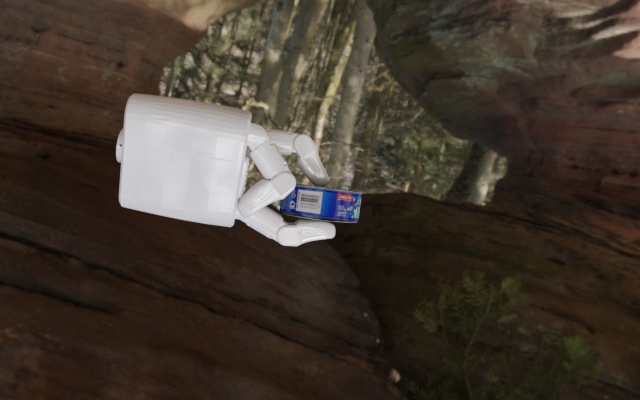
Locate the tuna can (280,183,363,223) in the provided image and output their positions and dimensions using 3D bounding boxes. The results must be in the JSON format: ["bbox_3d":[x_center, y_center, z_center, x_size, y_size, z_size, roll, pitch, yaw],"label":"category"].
[{"bbox_3d":[0.000,0.002,0.505,0.086,0.034,0.086,7,1,0],"label":"tuna can"}]
